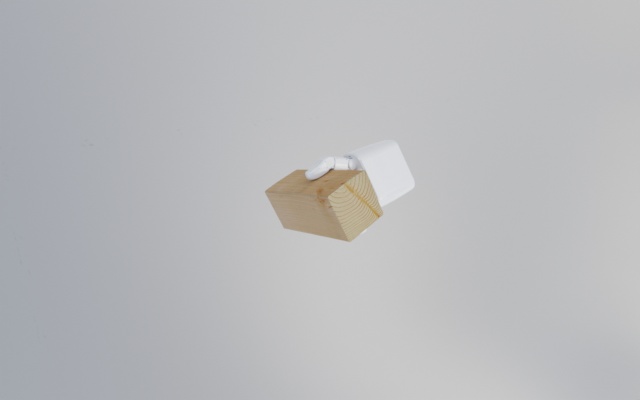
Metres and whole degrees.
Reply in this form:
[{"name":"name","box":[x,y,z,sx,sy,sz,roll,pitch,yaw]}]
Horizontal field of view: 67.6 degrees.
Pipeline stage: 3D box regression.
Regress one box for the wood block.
[{"name":"wood block","box":[0.000,0.002,0.860,0.090,0.091,0.206,-36,23,-28]}]
